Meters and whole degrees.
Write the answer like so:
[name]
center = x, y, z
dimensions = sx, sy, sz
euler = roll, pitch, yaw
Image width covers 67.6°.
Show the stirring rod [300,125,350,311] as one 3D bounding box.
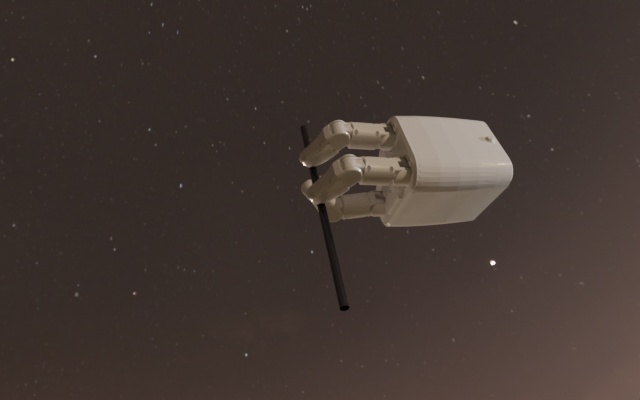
[stirring rod]
center = 0.000, 0.002, 0.464
dimensions = 0.011, 0.239, 0.011
euler = -7, -44, -6
